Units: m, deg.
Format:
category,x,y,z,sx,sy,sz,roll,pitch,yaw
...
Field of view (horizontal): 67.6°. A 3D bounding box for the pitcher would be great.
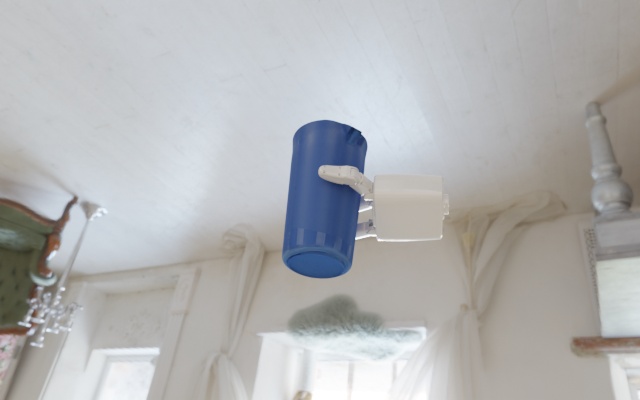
category,x,y,z,sx,sy,sz,roll,pitch,yaw
pitcher,0.000,0.003,0.790,0.145,0.242,0.149,0,-33,11
